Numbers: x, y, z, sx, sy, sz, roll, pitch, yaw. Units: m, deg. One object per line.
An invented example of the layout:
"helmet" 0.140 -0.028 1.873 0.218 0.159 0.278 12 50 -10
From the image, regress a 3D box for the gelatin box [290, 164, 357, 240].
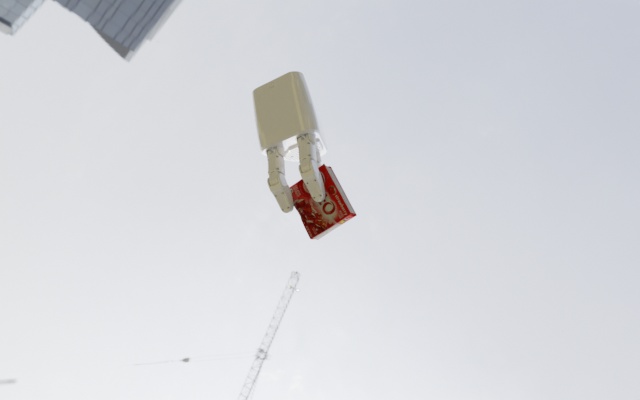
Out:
"gelatin box" 0.000 0.003 0.703 0.073 0.089 0.030 -33 -18 18
